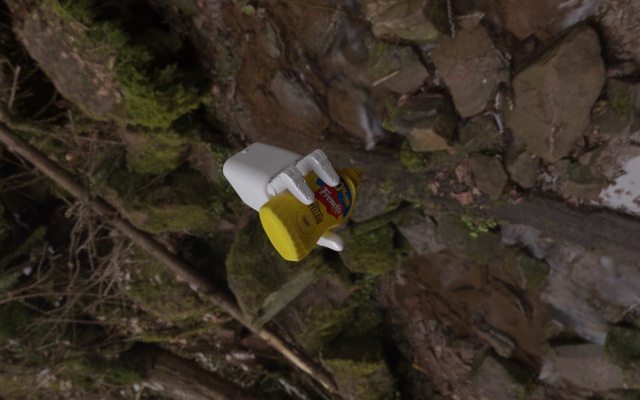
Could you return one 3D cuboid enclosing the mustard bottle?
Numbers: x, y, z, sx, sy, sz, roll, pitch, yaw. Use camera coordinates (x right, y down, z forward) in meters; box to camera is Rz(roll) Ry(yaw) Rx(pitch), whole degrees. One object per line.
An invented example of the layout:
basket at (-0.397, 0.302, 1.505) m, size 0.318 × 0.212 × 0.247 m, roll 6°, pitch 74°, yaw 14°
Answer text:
mustard bottle at (0.000, 0.003, 0.738) m, size 0.191 × 0.096 × 0.058 m, roll -38°, pitch 19°, yaw -33°
